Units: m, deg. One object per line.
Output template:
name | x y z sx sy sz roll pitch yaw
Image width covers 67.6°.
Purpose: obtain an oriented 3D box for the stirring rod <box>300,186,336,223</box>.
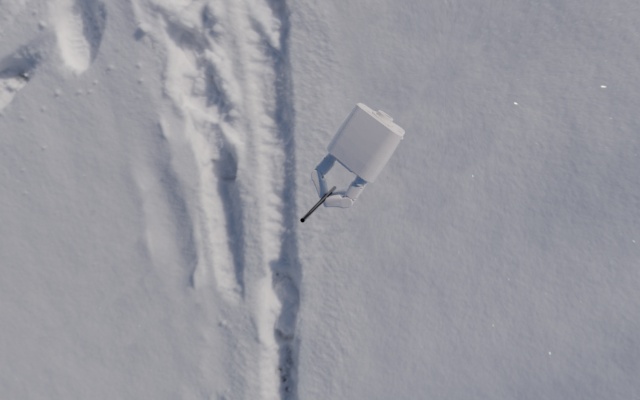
stirring rod | 0.000 0.003 0.886 0.011 0.011 0.239 0 14 15
